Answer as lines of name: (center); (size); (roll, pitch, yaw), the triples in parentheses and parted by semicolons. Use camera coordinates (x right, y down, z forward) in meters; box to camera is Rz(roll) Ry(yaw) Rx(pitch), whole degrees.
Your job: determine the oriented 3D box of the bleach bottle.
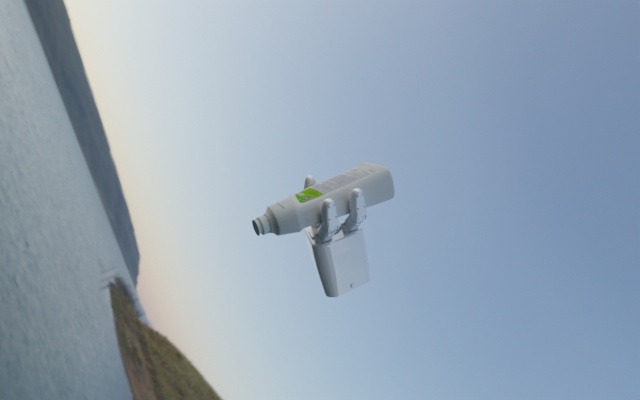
bleach bottle: (0.000, 0.003, 0.822); (0.251, 0.068, 0.102); (-20, 18, -23)
